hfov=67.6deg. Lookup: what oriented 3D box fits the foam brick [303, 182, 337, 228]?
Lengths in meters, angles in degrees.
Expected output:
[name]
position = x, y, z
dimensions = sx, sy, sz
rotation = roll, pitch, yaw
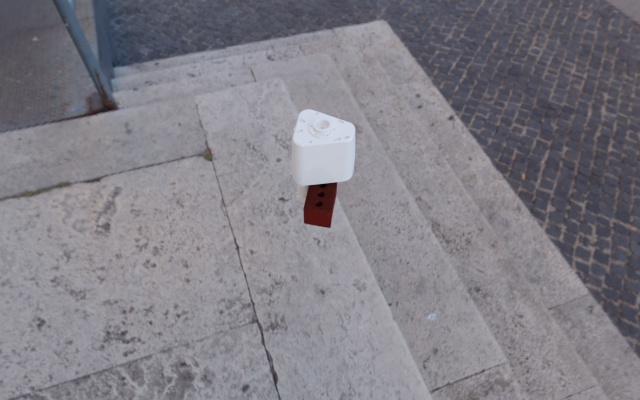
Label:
[foam brick]
position = 0.000, 0.003, 0.895
dimensions = 0.053, 0.078, 0.051
rotation = 8, -36, 4
